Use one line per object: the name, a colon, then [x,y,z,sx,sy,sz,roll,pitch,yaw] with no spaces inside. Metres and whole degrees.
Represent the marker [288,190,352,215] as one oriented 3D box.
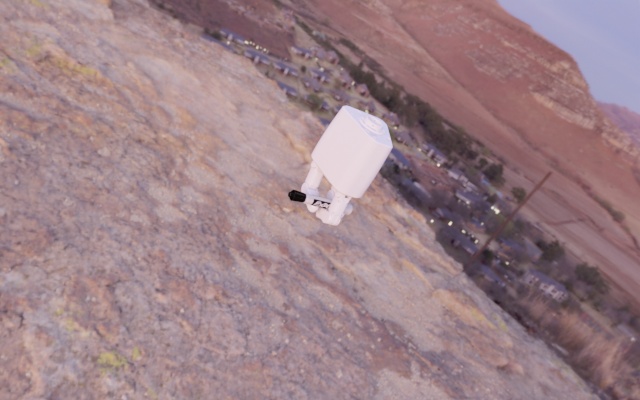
marker: [0.000,0.003,0.802,0.121,0.020,0.020,14,-7,-30]
